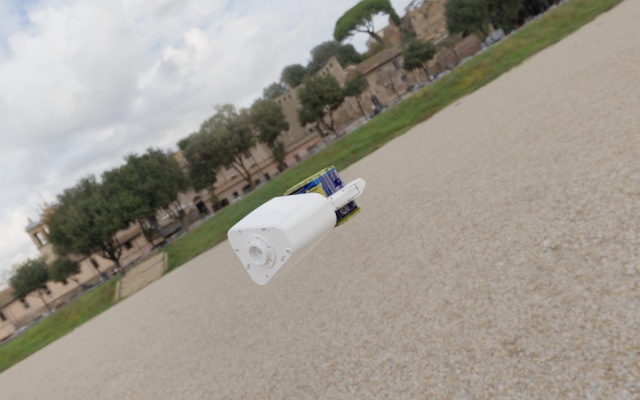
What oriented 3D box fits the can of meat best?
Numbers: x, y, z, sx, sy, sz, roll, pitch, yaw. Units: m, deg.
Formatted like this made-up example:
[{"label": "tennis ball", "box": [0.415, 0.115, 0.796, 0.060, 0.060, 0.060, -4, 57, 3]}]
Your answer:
[{"label": "can of meat", "box": [0.000, 0.002, 0.752, 0.102, 0.084, 0.057, -27, 6, 41]}]
